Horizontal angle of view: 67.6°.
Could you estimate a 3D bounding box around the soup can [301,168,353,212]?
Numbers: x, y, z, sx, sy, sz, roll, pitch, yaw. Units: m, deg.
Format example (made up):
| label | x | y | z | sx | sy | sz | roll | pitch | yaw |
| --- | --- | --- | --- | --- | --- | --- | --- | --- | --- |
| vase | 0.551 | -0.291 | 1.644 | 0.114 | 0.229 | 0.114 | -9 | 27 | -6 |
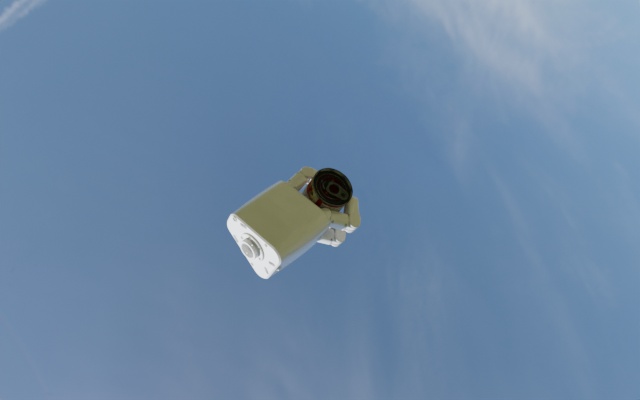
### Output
| label | x | y | z | sx | sy | sz | roll | pitch | yaw |
| --- | --- | --- | --- | --- | --- | --- | --- | --- | --- |
| soup can | 0.000 | 0.002 | 0.775 | 0.068 | 0.068 | 0.102 | 0 | -28 | -26 |
